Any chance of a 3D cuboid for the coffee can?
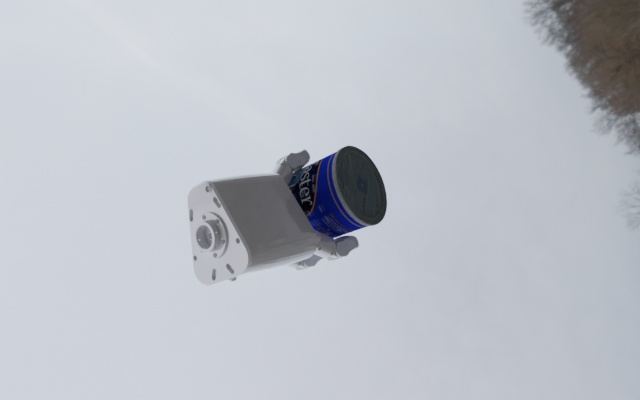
[{"bbox_3d":[0.000,0.002,0.622,0.140,0.102,0.103,-22,-14,36],"label":"coffee can"}]
